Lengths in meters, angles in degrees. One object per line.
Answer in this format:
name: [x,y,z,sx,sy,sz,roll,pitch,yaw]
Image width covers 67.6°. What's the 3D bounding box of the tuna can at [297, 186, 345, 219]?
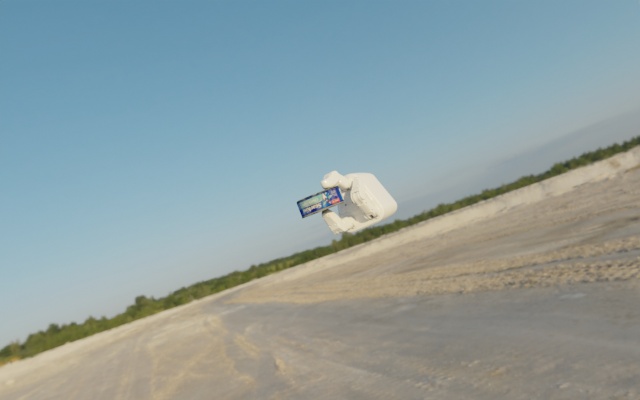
tuna can: [0.000,0.002,0.879,0.086,0.034,0.086,-21,-1,0]
